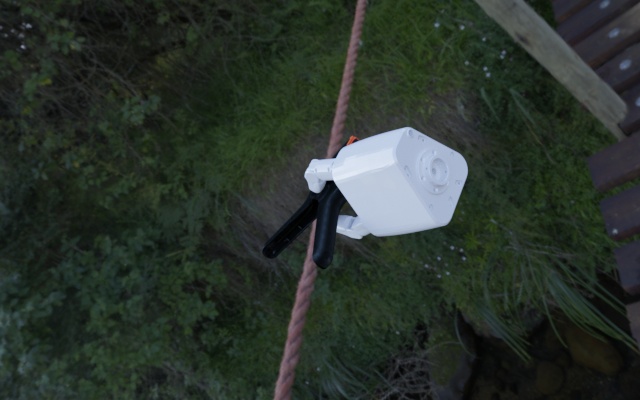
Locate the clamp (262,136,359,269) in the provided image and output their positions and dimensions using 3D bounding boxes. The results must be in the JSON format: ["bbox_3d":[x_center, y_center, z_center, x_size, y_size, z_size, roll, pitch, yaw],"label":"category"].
[{"bbox_3d":[0.000,0.001,0.666,0.036,0.210,0.164,39,-27,-25],"label":"clamp"}]
